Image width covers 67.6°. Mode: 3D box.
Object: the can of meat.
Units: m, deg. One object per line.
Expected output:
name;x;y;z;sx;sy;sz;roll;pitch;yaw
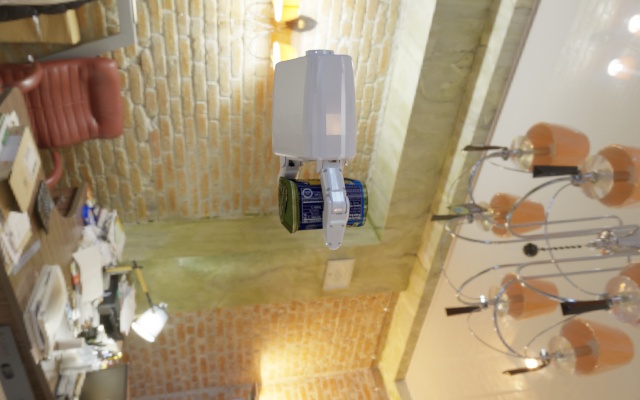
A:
can of meat;0.000;0.002;0.548;0.084;0.057;0.102;-3;7;-13
